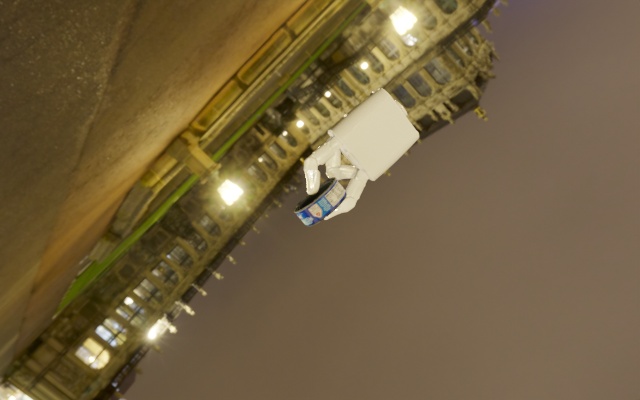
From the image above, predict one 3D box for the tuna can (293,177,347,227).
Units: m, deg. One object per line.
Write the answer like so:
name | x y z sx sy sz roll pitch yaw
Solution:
tuna can | 0.000 0.003 0.762 0.086 0.034 0.086 -38 11 9
